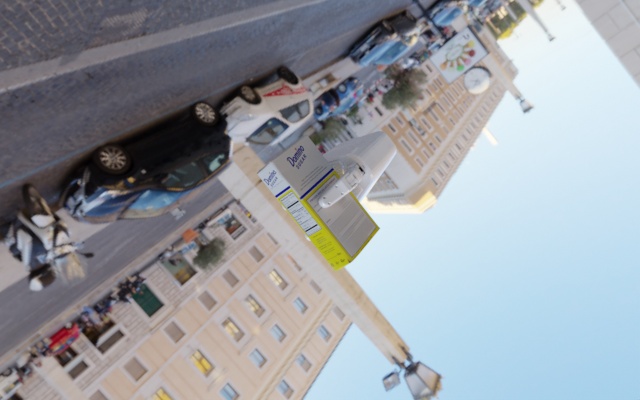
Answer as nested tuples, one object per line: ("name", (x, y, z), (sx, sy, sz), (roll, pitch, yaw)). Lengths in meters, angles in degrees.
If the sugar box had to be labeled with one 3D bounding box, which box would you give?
("sugar box", (0.000, 0.002, 0.674), (0.048, 0.176, 0.093), (-36, 5, 44))
